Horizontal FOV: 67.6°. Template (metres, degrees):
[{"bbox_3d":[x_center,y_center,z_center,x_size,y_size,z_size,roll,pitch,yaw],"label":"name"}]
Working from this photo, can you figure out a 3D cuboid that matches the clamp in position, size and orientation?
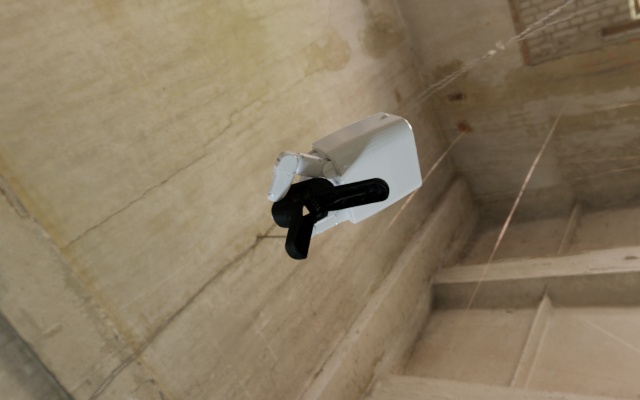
[{"bbox_3d":[0.000,0.002,0.524,0.120,0.039,0.171,-26,22,-8],"label":"clamp"}]
